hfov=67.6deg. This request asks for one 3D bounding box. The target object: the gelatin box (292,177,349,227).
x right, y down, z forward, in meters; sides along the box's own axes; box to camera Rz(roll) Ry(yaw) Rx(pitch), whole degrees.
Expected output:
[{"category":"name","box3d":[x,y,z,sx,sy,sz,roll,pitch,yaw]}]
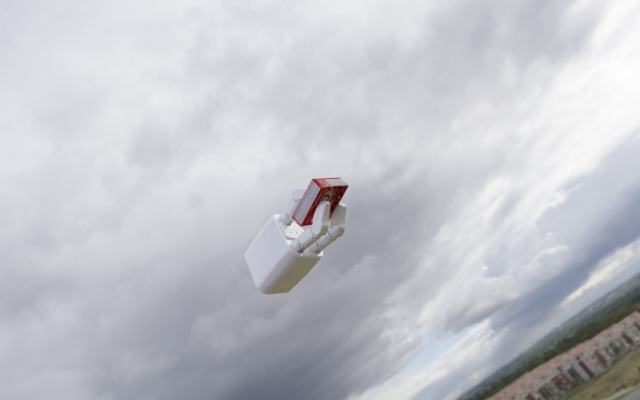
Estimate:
[{"category":"gelatin box","box3d":[0.000,0.002,0.836,0.073,0.089,0.030,-5,42,-47]}]
